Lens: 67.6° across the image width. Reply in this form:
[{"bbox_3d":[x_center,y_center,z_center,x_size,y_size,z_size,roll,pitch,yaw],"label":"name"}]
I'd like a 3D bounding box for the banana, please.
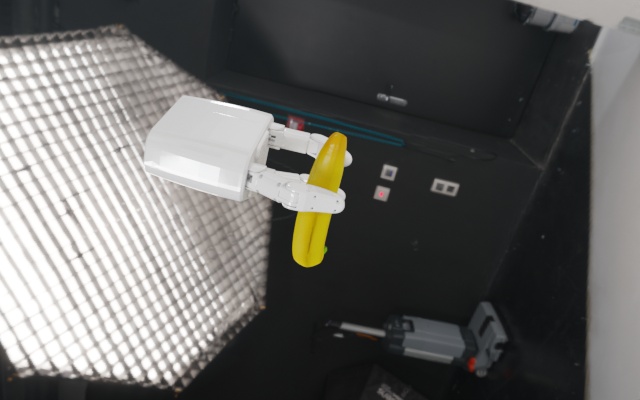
[{"bbox_3d":[-0.005,0.017,0.528,0.037,0.069,0.198,16,-43,5],"label":"banana"}]
